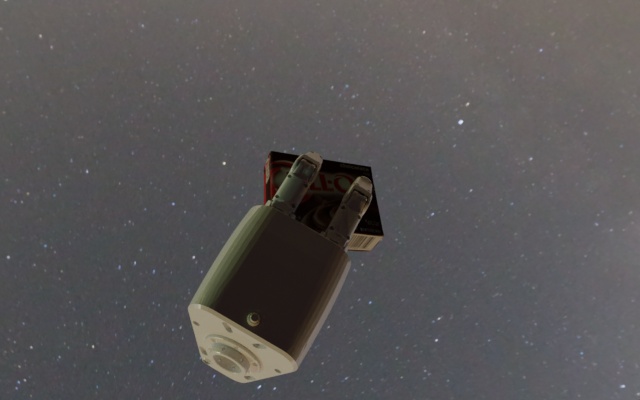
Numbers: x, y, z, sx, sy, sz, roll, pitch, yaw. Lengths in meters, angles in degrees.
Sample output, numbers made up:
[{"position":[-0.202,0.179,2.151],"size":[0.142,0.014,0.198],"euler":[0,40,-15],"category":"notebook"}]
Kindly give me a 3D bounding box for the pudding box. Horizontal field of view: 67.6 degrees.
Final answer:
[{"position":[0.000,0.002,0.476],"size":[0.113,0.090,0.039],"euler":[9,-38,-19],"category":"pudding box"}]
